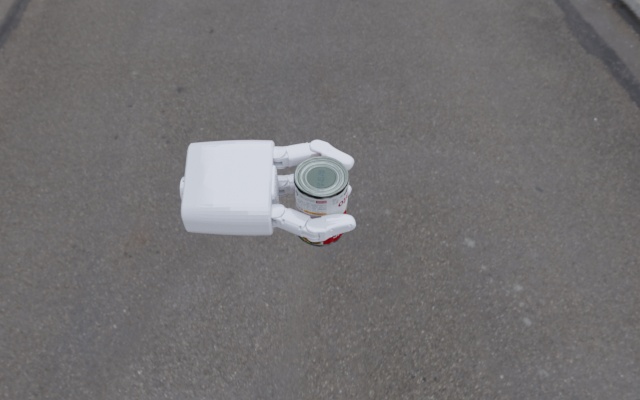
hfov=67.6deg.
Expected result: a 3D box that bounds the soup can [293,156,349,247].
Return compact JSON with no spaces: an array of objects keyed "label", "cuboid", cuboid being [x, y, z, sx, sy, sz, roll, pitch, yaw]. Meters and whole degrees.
[{"label":"soup can","cuboid":[0.001,0.002,0.599,0.068,0.068,0.102,0,-39,-1]}]
